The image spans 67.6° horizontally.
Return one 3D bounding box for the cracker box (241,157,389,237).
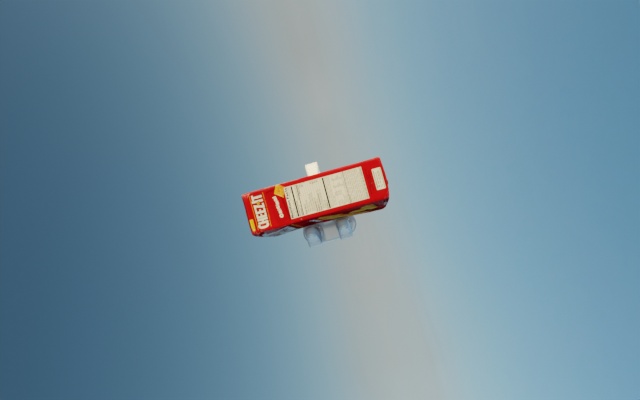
[{"bbox_3d":[0.000,0.002,0.771,0.214,0.072,0.164,-16,-6,3],"label":"cracker box"}]
